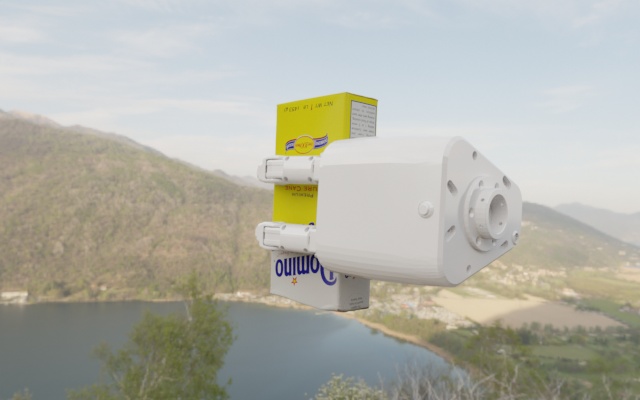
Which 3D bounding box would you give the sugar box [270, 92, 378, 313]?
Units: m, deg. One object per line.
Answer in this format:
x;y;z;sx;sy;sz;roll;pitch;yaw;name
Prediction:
0.000;0.001;0.417;0.048;0.176;0.093;4;-1;-42;sugar box
